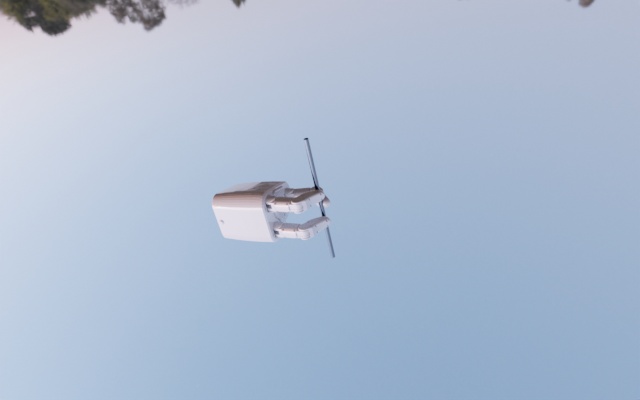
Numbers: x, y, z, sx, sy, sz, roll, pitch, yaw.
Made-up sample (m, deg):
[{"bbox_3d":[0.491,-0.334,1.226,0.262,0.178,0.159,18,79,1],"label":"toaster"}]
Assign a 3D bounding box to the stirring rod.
[{"bbox_3d":[0.000,0.003,0.824,0.011,0.240,0.011,-10,30,6],"label":"stirring rod"}]
